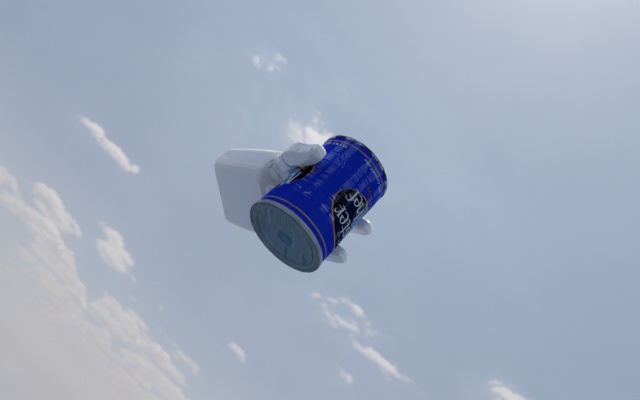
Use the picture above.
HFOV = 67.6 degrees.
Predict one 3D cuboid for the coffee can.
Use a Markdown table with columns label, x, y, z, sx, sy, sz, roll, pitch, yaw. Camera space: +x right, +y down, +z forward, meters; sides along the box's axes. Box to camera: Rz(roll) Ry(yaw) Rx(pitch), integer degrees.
| label | x | y | z | sx | sy | sz | roll | pitch | yaw |
| --- | --- | --- | --- | --- | --- | --- | --- | --- | --- |
| coffee can | 0.000 | 0.002 | 0.572 | 0.103 | 0.103 | 0.140 | 0 | 36 | 49 |
